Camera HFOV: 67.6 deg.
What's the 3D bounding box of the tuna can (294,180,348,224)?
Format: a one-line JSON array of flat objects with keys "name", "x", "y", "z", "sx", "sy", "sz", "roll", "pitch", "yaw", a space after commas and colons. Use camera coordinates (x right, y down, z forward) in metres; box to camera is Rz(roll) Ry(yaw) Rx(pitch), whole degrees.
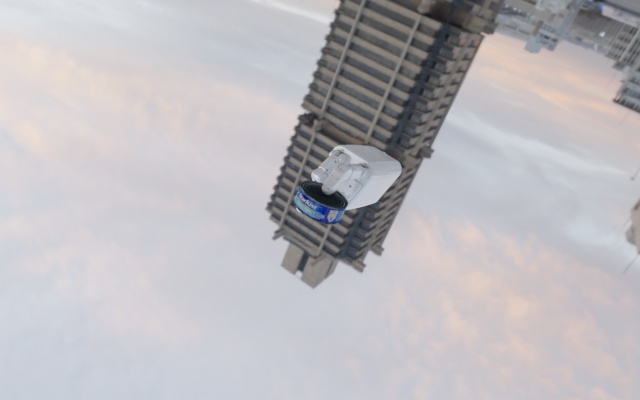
[{"name": "tuna can", "x": 0.000, "y": 0.003, "z": 0.789, "sx": 0.086, "sy": 0.034, "sz": 0.086, "roll": 21, "pitch": 23, "yaw": -9}]
